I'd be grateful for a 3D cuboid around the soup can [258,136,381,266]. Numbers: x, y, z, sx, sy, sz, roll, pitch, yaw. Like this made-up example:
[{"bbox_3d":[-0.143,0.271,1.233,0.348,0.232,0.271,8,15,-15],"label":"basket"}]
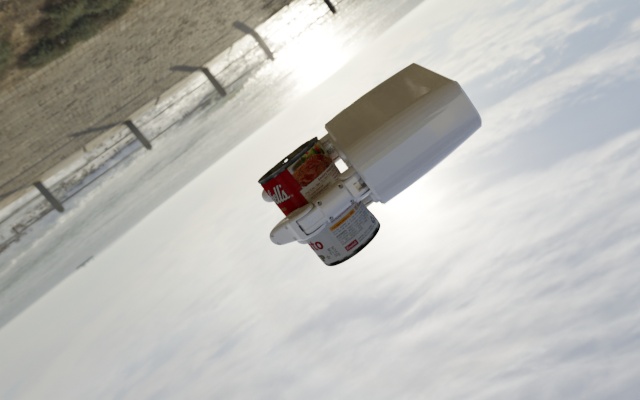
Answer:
[{"bbox_3d":[0.000,0.002,0.441,0.068,0.102,0.068,-36,11,8],"label":"soup can"}]
